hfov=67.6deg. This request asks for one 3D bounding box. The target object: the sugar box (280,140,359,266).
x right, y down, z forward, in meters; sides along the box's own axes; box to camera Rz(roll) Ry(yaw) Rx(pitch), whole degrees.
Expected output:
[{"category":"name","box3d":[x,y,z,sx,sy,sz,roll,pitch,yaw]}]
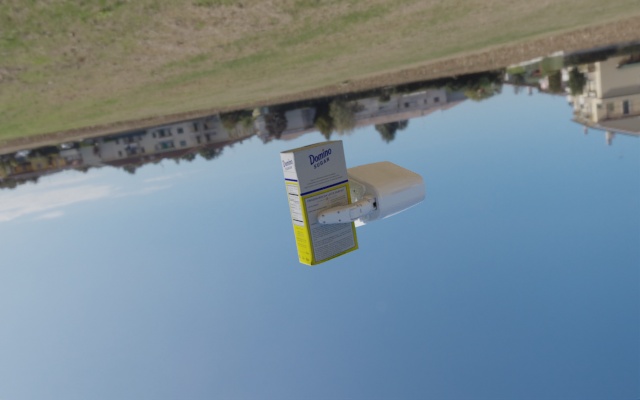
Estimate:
[{"category":"sugar box","box3d":[0.000,0.002,0.730,0.093,0.176,0.048,-17,13,-33]}]
